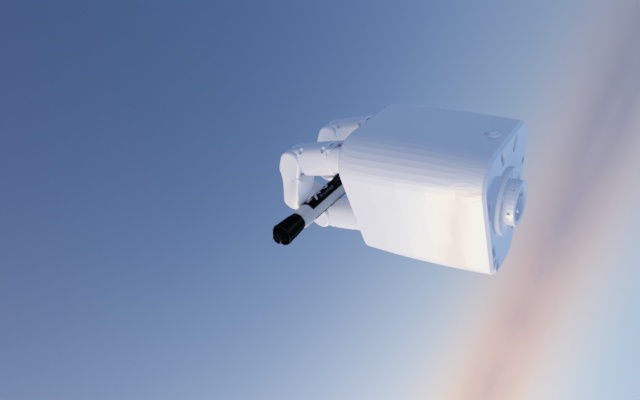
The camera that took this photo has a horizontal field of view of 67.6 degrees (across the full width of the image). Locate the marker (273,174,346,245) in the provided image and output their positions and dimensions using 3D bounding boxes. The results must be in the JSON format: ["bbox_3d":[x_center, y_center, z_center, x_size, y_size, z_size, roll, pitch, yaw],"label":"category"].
[{"bbox_3d":[0.000,0.001,0.419,0.020,0.020,0.121,0,29,41],"label":"marker"}]
